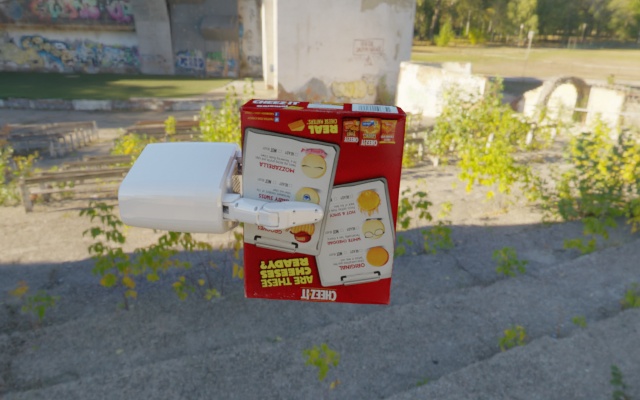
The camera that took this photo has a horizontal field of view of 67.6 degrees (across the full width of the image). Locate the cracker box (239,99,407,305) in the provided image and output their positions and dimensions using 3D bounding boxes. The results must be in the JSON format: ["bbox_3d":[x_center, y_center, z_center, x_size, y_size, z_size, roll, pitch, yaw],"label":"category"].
[{"bbox_3d":[0.000,0.002,0.522,0.164,0.214,0.072,3,21,3],"label":"cracker box"}]
